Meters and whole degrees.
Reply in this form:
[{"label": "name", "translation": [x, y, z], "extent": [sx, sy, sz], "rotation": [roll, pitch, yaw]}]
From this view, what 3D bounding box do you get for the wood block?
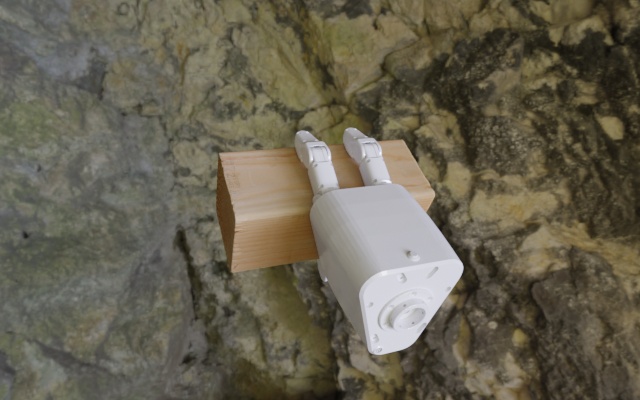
[{"label": "wood block", "translation": [0.000, 0.002, 0.509], "extent": [0.206, 0.090, 0.091], "rotation": [-6, -40, -20]}]
